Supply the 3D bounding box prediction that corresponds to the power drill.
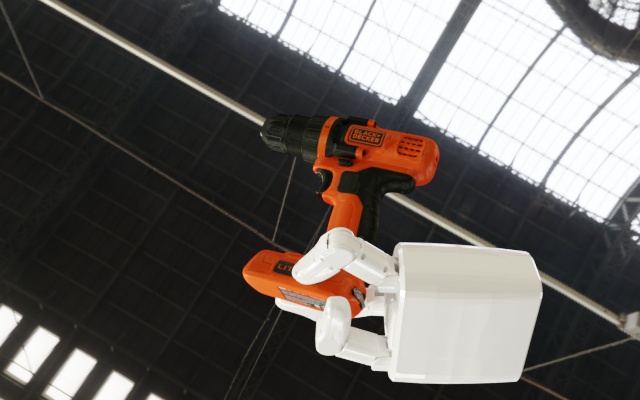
[{"bbox_3d":[0.000,0.002,0.446,0.184,0.187,0.057,13,-25,21],"label":"power drill"}]
